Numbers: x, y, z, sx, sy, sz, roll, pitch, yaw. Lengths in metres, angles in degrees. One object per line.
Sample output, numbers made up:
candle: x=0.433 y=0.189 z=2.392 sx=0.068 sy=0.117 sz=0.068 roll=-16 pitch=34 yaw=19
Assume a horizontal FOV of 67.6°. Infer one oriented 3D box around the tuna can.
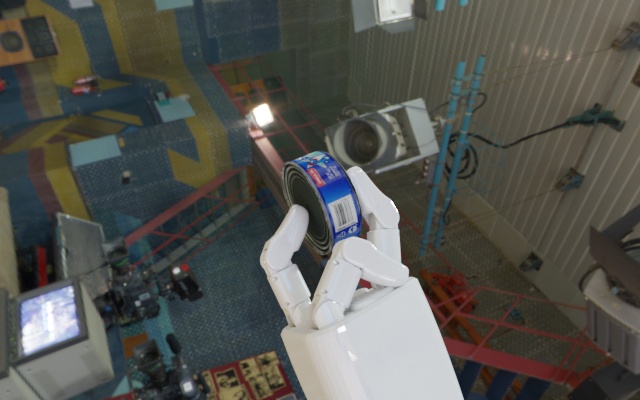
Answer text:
tuna can: x=0.001 y=0.001 z=0.412 sx=0.033 sy=0.086 sz=0.086 roll=-24 pitch=9 yaw=-20
